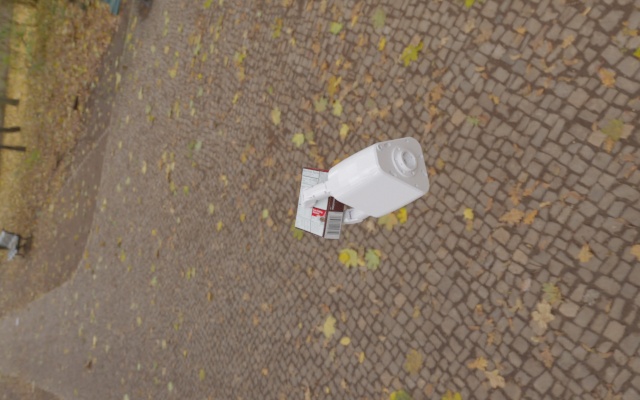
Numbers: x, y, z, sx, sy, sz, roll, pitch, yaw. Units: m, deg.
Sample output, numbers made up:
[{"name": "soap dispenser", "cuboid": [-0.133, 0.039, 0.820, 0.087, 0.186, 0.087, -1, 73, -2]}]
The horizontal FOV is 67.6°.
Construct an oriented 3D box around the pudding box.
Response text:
[{"name": "pudding box", "cuboid": [0.000, 0.003, 0.815, 0.039, 0.113, 0.090, 6, 5, -36]}]
